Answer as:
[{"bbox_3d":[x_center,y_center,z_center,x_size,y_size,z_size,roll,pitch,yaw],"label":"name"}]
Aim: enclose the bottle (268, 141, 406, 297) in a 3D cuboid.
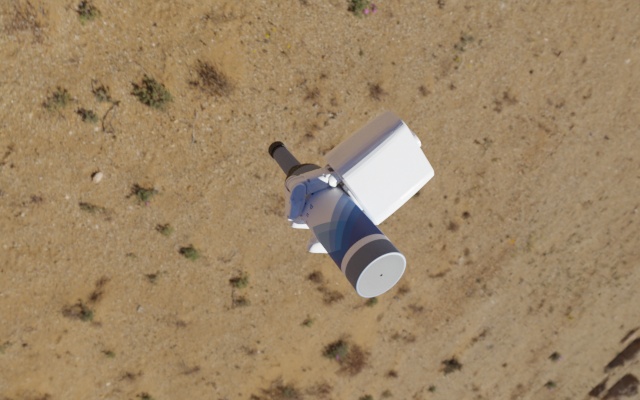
[{"bbox_3d":[0.000,0.002,0.634,0.069,0.069,0.295,0,34,-34],"label":"bottle"}]
